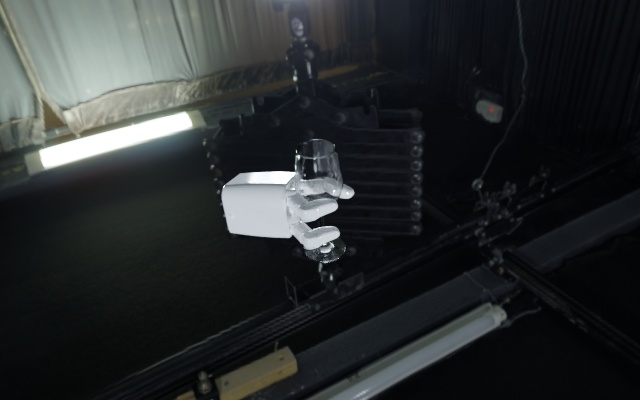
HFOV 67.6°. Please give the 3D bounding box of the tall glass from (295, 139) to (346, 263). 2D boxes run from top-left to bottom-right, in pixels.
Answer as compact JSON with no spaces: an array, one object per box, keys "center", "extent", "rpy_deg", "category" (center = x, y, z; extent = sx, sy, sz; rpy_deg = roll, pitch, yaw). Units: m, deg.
[{"center":[0.000,0.003,0.784],"extent":[0.079,0.201,0.079],"rpy_deg":[-3,34,2],"category":"tall glass"}]
